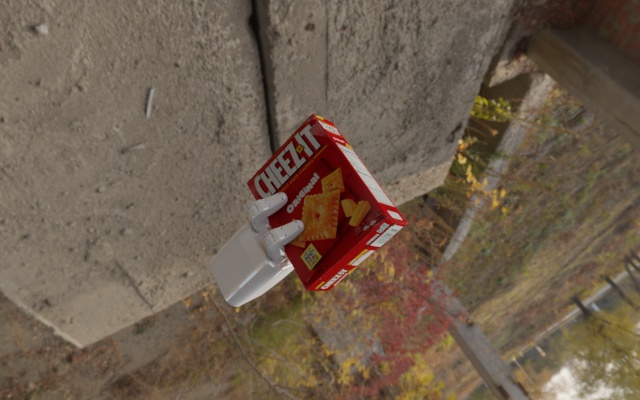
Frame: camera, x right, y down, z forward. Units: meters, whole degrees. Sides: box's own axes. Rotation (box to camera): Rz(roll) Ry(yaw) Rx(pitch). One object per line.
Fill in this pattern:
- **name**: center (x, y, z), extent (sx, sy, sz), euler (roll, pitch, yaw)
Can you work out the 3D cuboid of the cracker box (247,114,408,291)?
- **cracker box**: center (0.000, 0.003, 0.719), extent (0.164, 0.213, 0.072), euler (-43, -29, 19)
